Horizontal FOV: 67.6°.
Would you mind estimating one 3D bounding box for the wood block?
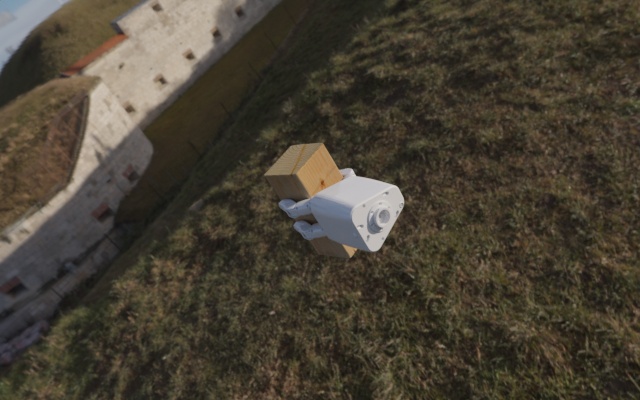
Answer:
[{"bbox_3d":[0.001,0.003,0.894,0.090,0.206,0.090,1,43,46],"label":"wood block"}]
